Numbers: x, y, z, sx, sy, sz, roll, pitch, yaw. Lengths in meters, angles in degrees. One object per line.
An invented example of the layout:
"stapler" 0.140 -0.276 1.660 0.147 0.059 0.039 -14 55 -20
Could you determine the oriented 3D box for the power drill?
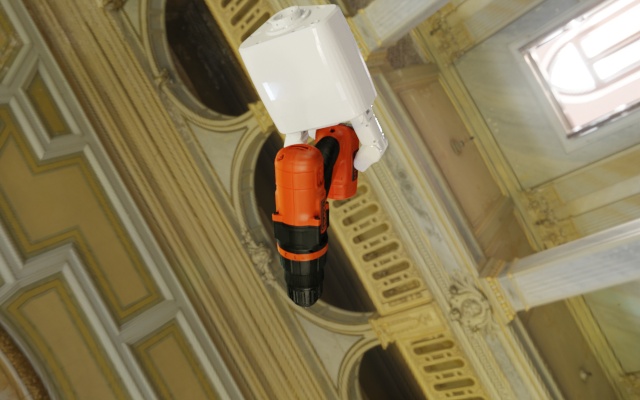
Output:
"power drill" 0.000 0.001 0.544 0.057 0.184 0.187 7 29 12
